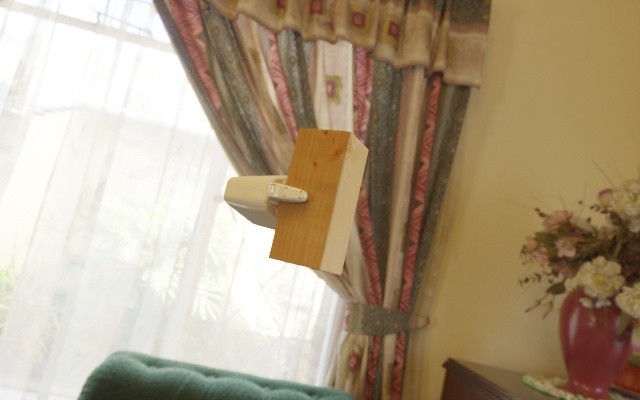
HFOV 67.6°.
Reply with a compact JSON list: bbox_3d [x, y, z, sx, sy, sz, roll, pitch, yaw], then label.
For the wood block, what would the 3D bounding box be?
[{"bbox_3d":[0.000,0.002,0.738,0.090,0.206,0.091,9,-8,26],"label":"wood block"}]
